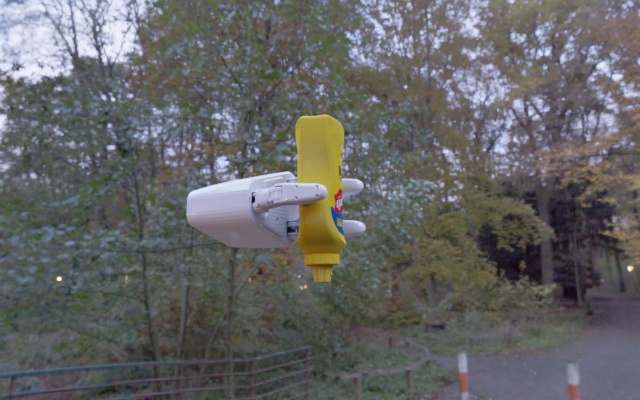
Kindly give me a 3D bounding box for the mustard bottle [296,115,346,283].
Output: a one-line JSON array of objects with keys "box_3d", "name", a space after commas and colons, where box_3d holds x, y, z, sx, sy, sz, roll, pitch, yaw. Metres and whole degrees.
[{"box_3d": [0.000, 0.002, 0.573, 0.058, 0.191, 0.096, -2, -10, 8], "name": "mustard bottle"}]
